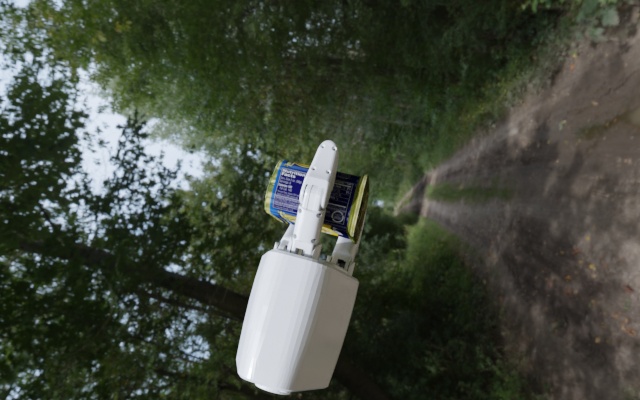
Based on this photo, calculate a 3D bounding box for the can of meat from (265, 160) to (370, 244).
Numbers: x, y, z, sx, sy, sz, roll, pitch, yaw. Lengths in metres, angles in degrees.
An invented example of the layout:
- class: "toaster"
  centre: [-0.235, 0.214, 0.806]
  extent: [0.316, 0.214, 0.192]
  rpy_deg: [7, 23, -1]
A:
- class: "can of meat"
  centre: [0.000, 0.001, 0.460]
  extent: [0.084, 0.057, 0.102]
  rpy_deg: [13, -9, 9]
